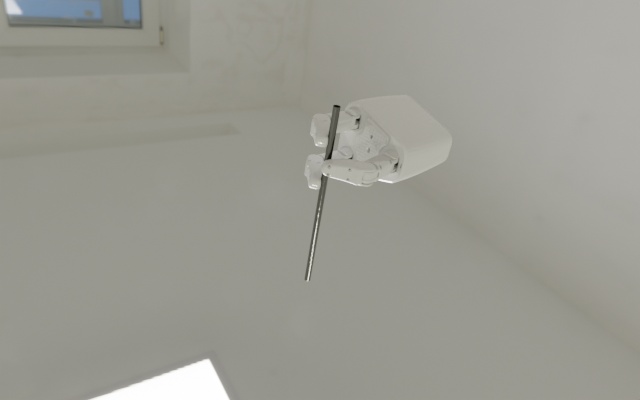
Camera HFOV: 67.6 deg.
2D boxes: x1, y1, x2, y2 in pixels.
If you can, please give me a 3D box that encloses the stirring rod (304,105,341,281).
[{"bbox_3d":[0.000,0.002,0.569,0.011,0.240,0.011,7,31,-4],"label":"stirring rod"}]
